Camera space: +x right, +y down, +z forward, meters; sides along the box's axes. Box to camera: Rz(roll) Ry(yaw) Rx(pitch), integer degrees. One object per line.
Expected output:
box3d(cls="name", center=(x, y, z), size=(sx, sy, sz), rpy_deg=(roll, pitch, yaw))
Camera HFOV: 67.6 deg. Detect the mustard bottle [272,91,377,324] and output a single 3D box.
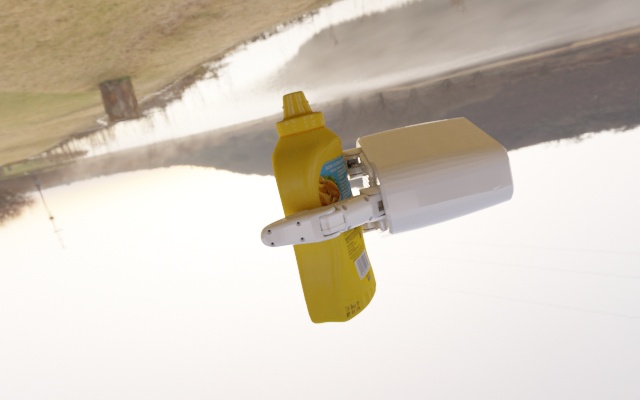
box3d(cls="mustard bottle", center=(0.000, 0.002, 0.416), size=(0.058, 0.192, 0.096), rpy_deg=(-9, 11, 24))
